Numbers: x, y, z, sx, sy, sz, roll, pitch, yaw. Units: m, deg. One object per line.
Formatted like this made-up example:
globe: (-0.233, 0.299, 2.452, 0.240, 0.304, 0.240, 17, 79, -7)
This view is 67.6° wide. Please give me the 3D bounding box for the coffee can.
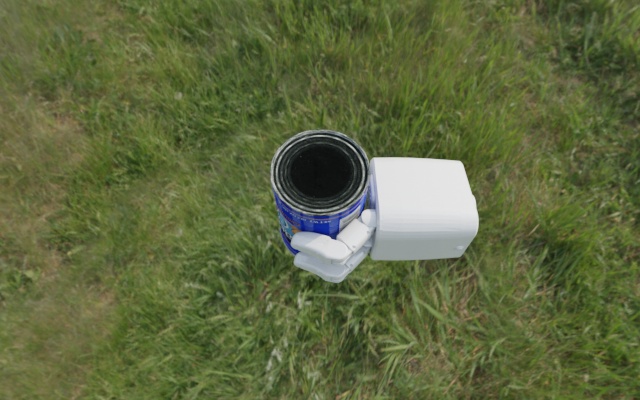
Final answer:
coffee can: (0.000, 0.002, 0.545, 0.103, 0.102, 0.140, 0, -28, 0)
